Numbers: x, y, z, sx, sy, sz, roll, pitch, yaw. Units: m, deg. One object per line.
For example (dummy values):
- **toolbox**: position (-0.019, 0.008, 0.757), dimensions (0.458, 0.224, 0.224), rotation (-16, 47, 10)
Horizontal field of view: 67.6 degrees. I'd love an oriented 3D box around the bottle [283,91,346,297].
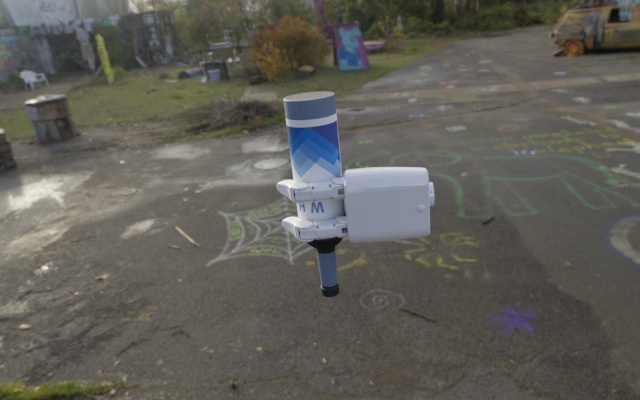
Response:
- **bottle**: position (0.000, 0.002, 0.666), dimensions (0.069, 0.296, 0.069), rotation (-5, 21, 2)
